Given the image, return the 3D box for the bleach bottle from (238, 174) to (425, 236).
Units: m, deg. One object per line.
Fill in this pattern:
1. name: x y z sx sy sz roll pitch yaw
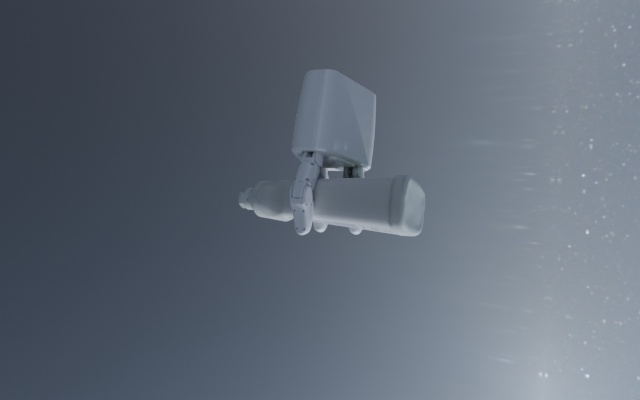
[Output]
1. bleach bottle: 0.000 0.002 0.617 0.251 0.068 0.102 3 -9 26
